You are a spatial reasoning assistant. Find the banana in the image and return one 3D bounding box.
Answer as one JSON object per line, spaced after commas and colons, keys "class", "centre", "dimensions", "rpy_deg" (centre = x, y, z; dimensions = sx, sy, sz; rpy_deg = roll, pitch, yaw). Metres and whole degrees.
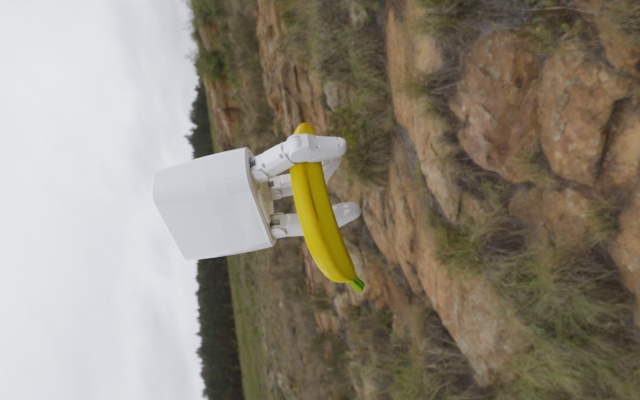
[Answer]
{"class": "banana", "centre": [-0.004, 0.002, 0.499], "dimensions": [0.037, 0.197, 0.069], "rpy_deg": [-19, -13, 12]}
